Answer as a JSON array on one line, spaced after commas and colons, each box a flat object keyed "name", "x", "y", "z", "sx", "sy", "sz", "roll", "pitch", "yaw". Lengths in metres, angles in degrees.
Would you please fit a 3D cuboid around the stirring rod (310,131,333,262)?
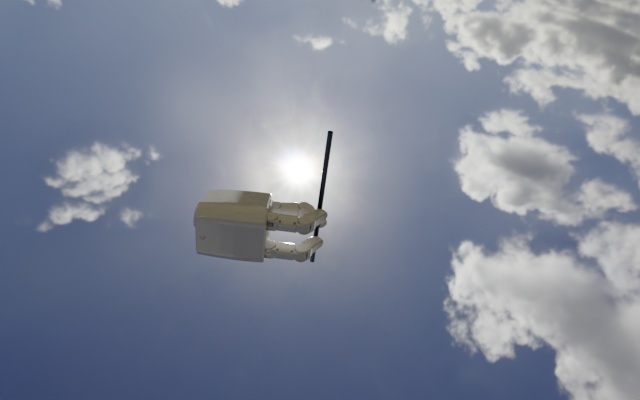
[{"name": "stirring rod", "x": 0.000, "y": 0.002, "z": 0.743, "sx": 0.011, "sy": 0.240, "sz": 0.011, "roll": 6, "pitch": 33, "yaw": -4}]
